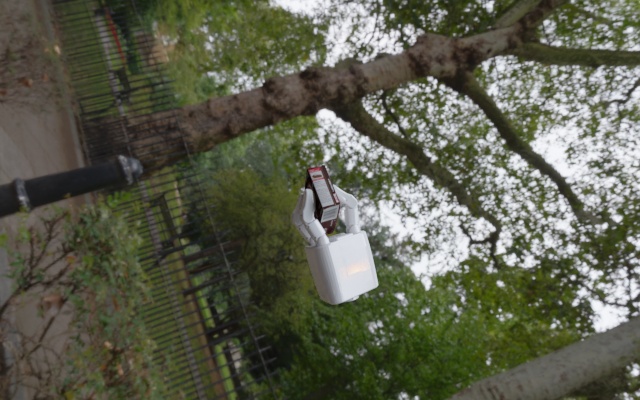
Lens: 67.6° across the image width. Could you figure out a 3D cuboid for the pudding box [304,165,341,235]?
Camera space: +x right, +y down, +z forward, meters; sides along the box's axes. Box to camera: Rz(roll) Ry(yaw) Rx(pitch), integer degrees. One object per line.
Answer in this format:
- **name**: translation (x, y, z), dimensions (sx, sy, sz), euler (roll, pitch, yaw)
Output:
- **pudding box**: translation (0.000, 0.003, 0.878), dimensions (0.039, 0.090, 0.114), euler (-14, -28, -16)
